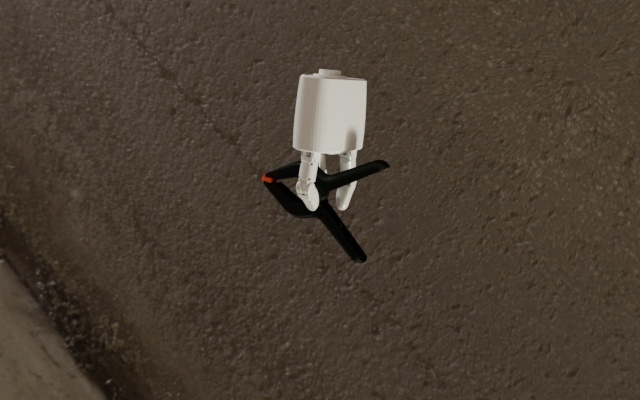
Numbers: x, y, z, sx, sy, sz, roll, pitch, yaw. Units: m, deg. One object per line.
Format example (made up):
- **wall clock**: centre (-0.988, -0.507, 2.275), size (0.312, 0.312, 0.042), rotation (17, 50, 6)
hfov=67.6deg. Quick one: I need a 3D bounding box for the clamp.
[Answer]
- **clamp**: centre (-0.001, 0.002, 0.752), size (0.210, 0.164, 0.036), rotation (13, 16, 25)
